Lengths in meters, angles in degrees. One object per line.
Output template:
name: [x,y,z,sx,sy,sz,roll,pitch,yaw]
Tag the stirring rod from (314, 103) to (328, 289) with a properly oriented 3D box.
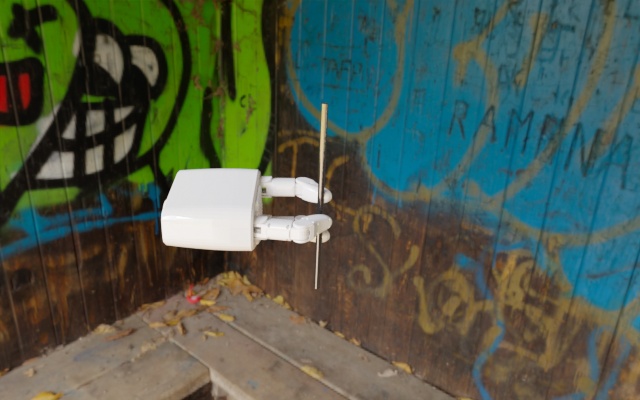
stirring rod: [0.000,0.002,0.587,0.011,0.240,0.011,2,21,-1]
